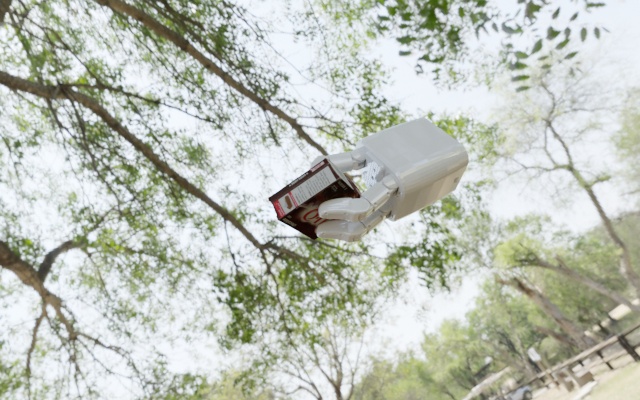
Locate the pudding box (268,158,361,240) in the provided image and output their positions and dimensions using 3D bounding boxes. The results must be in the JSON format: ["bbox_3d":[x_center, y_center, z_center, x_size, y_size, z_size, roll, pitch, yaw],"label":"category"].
[{"bbox_3d":[0.000,0.002,0.599,0.090,0.039,0.113,-35,-29,10],"label":"pudding box"}]
